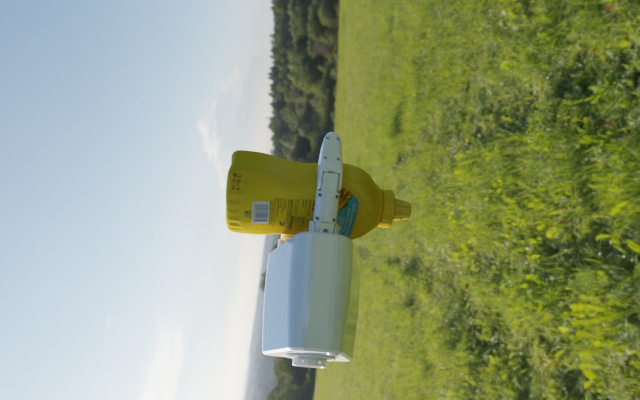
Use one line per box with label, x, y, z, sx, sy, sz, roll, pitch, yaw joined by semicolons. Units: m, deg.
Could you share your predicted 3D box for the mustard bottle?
mustard bottle;0.000;0.001;0.501;0.191;0.096;0.058;6;43;-5
